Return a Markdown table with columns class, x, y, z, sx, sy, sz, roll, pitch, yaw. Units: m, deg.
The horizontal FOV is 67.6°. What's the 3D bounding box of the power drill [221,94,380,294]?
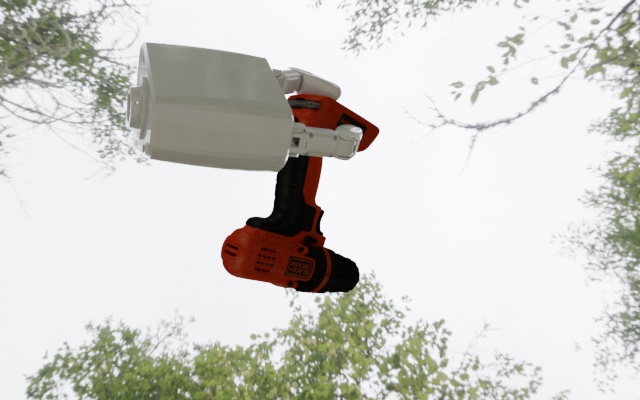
| class | x | y | z | sx | sy | sz | roll | pitch | yaw |
| --- | --- | --- | --- | --- | --- | --- | --- | --- | --- |
| power drill | 0.000 | 0.001 | 0.485 | 0.057 | 0.187 | 0.184 | 12 | -6 | 41 |
